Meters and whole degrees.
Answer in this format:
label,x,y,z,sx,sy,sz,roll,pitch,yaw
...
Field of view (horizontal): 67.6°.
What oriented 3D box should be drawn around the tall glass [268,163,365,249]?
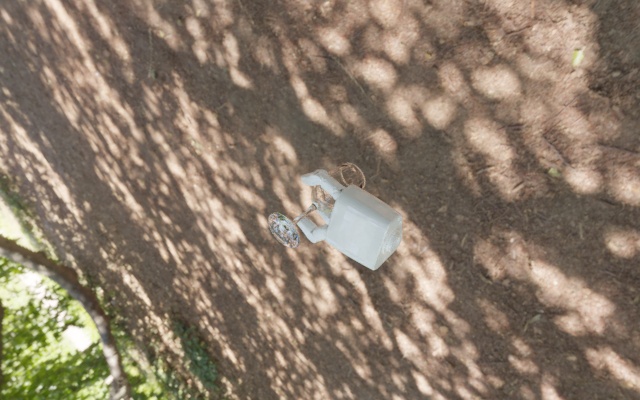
label,x,y,z,sx,sy,sz,roll,pitch,yaw
tall glass,0.000,0.003,0.886,0.079,0.079,0.201,0,31,48
